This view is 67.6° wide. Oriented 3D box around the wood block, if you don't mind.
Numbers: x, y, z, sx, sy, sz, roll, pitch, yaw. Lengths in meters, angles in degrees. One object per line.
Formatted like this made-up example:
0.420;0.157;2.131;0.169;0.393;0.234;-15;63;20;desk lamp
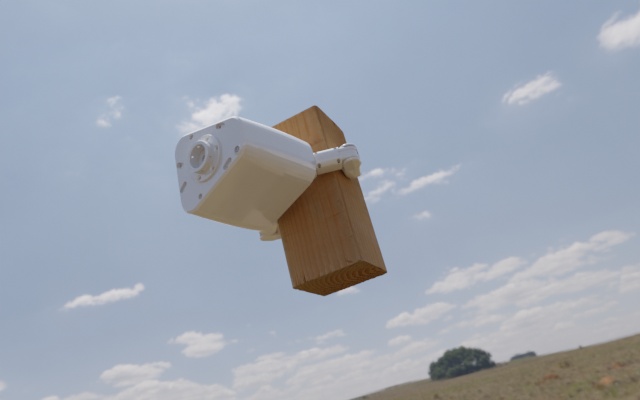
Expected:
0.000;0.002;0.590;0.091;0.206;0.090;-24;-25;18;wood block
